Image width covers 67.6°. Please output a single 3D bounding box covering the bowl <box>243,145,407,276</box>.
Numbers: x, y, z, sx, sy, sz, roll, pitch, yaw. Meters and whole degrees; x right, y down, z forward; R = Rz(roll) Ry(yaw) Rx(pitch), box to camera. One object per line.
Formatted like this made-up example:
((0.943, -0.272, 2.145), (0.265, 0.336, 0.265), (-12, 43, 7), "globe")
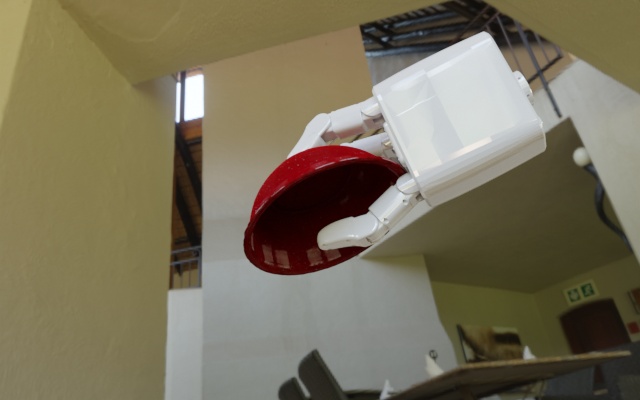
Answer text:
((-0.001, 0.002, 0.442), (0.162, 0.055, 0.162), (-18, -35, -13), "bowl")
